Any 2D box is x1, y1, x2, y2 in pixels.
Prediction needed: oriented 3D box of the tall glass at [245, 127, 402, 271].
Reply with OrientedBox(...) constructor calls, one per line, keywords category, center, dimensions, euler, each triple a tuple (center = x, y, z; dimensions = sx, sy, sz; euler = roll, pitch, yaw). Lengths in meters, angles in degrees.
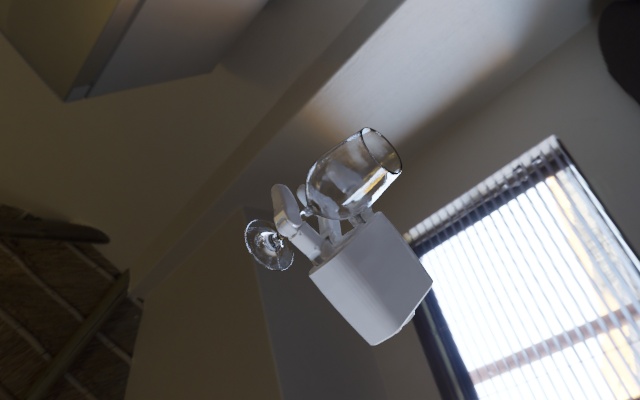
OrientedBox(category="tall glass", center=(0.000, 0.002, 0.552), dimensions=(0.201, 0.079, 0.079), euler=(-41, -24, 32))
